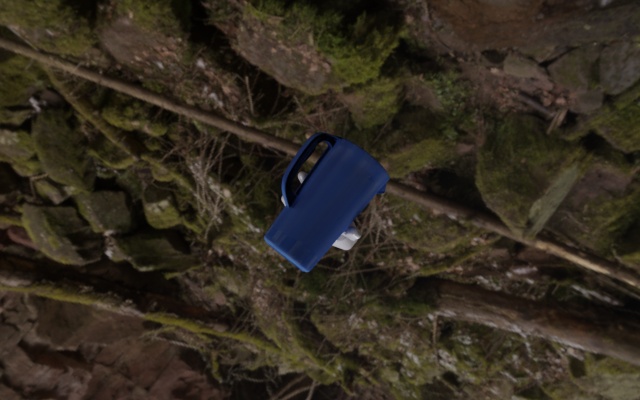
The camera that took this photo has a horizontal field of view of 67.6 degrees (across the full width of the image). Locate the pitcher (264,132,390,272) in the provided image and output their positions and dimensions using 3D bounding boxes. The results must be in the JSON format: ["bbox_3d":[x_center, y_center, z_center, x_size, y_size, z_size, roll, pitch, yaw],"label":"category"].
[{"bbox_3d":[0.000,0.003,0.892,0.149,0.243,0.145,36,-7,18],"label":"pitcher"}]
